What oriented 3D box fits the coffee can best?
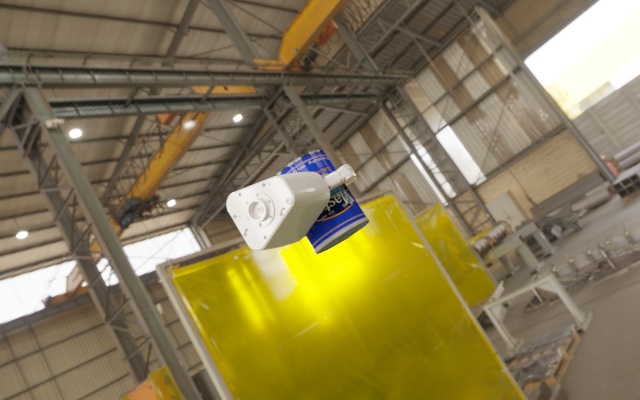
[{"bbox_3d":[0.000,0.003,0.784,0.103,0.140,0.103,-31,-11,-7],"label":"coffee can"}]
